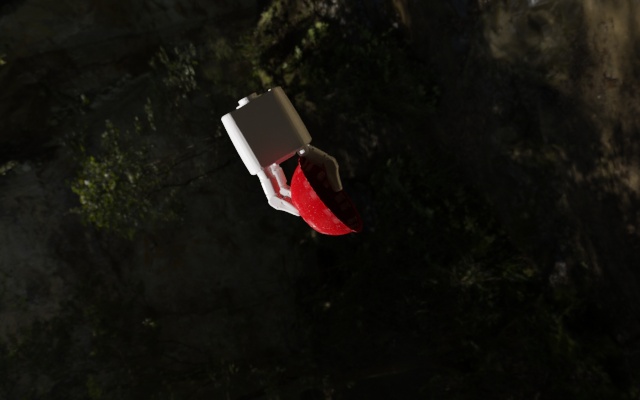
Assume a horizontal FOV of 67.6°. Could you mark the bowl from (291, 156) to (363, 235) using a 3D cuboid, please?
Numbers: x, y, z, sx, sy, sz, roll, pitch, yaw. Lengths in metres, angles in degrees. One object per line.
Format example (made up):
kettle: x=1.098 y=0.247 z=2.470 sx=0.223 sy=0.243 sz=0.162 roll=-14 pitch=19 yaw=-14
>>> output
bowl: x=0.001 y=0.004 z=0.807 sx=0.055 sy=0.162 sz=0.162 roll=-39 pitch=-13 yaw=16
